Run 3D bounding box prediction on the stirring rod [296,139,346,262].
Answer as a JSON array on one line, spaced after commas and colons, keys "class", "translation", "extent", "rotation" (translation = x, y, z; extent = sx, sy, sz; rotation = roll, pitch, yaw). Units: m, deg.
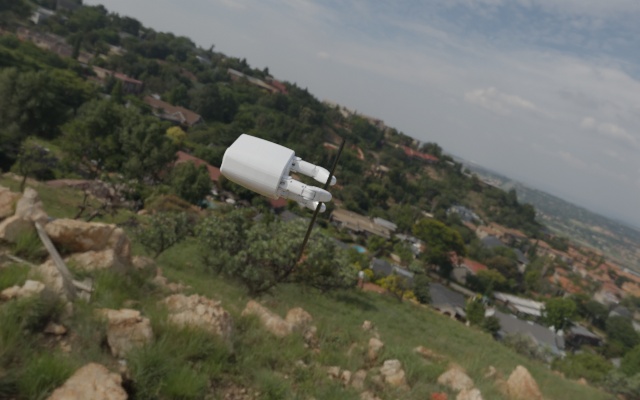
[{"class": "stirring rod", "translation": [0.000, 0.003, 0.868], "extent": [0.011, 0.239, 0.011], "rotation": [20, 11, -4]}]
